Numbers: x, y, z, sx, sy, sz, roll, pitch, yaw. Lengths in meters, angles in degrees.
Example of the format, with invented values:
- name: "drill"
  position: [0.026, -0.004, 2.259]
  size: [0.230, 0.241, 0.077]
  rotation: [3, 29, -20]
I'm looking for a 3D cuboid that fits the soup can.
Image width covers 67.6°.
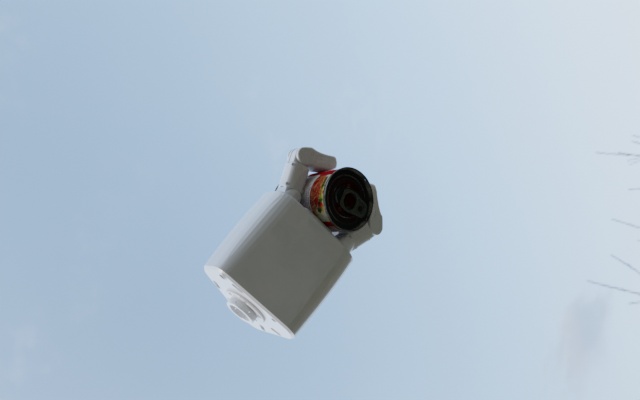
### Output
- name: "soup can"
  position: [0.000, 0.001, 0.536]
  size: [0.068, 0.068, 0.102]
  rotation: [0, -3, -38]
